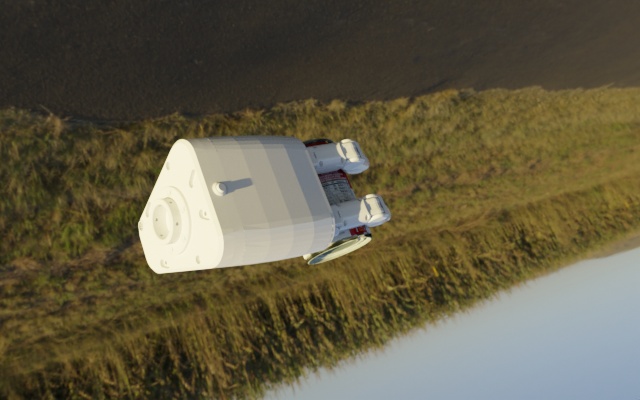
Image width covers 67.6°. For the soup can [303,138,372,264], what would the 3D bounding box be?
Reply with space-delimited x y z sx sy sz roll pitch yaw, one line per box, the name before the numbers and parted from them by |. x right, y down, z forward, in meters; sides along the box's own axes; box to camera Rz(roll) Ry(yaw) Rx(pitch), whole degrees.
soup can | 0.000 0.002 0.456 0.068 0.102 0.068 -21 -15 -6
